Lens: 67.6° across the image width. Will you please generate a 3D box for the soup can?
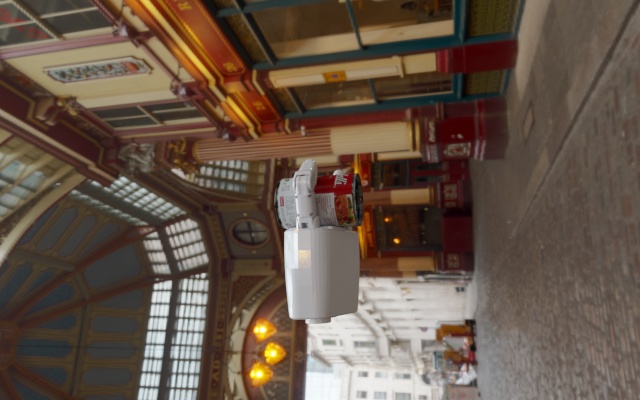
[{"bbox_3d":[0.000,0.002,0.613,0.102,0.068,0.068,-4,-1,13],"label":"soup can"}]
